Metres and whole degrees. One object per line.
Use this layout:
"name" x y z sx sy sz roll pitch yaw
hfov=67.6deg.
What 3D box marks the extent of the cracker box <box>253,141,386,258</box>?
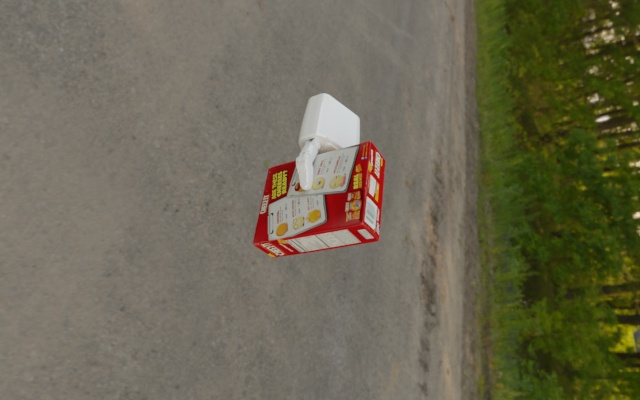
"cracker box" 0.000 0.003 0.821 0.214 0.164 0.072 -13 -37 30
